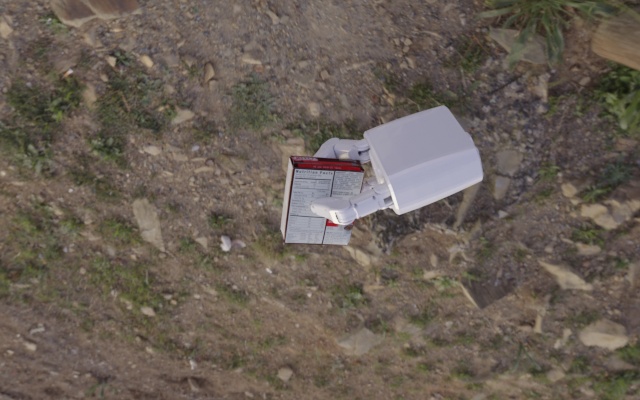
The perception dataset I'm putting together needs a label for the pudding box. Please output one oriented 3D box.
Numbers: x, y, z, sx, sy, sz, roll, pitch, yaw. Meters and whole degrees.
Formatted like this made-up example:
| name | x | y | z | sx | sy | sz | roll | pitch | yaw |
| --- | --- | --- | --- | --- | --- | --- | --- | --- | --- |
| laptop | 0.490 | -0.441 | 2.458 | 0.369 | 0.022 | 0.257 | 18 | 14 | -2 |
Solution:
| name | x | y | z | sx | sy | sz | roll | pitch | yaw |
| --- | --- | --- | --- | --- | --- | --- | --- | --- | --- |
| pudding box | 0.000 | 0.002 | 0.598 | 0.090 | 0.113 | 0.039 | 3 | 27 | -12 |
